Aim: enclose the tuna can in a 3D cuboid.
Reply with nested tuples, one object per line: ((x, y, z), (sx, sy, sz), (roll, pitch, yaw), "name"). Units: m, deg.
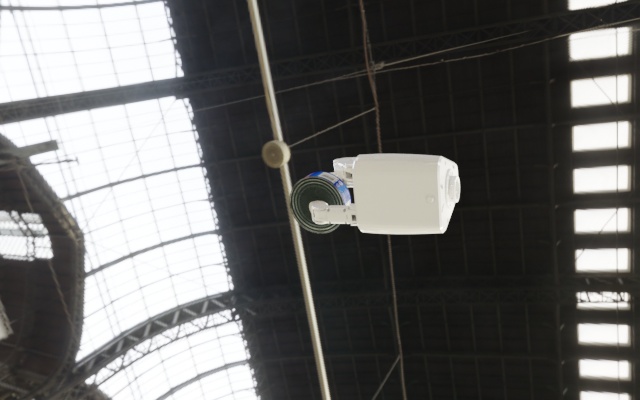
((0.000, 0.002, 0.690), (0.086, 0.086, 0.033), (0, 18, 25), "tuna can")
